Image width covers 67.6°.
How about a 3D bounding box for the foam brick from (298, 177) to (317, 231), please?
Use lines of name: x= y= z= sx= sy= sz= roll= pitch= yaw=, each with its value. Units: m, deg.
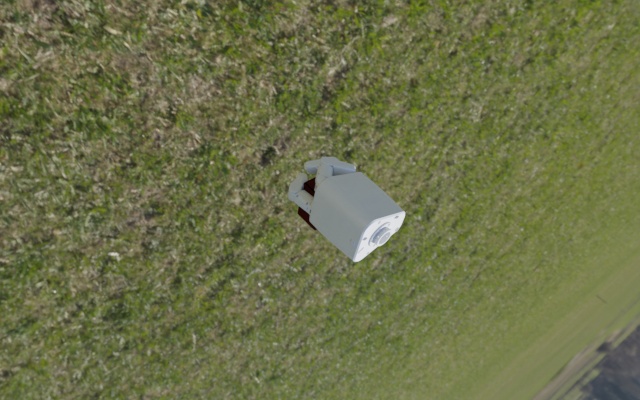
foam brick: x=0.000 y=0.003 z=0.823 sx=0.053 sy=0.078 sz=0.051 roll=-27 pitch=56 yaw=-34
